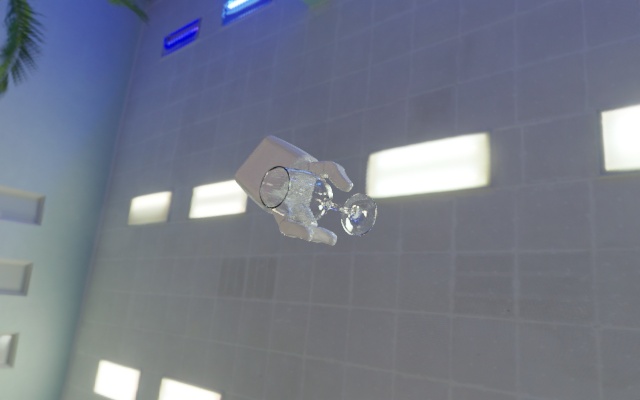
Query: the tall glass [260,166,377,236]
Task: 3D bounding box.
[{"bbox_3d":[0.001,0.003,0.740,0.079,0.079,0.201,0,-12,42],"label":"tall glass"}]
